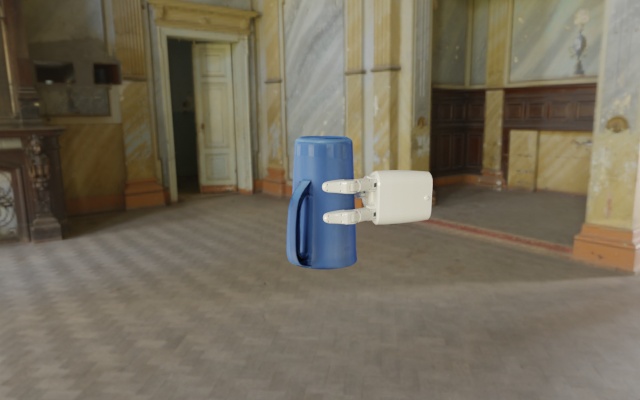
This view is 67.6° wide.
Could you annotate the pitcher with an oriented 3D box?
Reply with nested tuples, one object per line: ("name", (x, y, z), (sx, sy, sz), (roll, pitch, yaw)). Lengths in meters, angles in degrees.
("pitcher", (0.000, 0.003, 0.898), (0.145, 0.243, 0.149), (-2, 10, -11))
